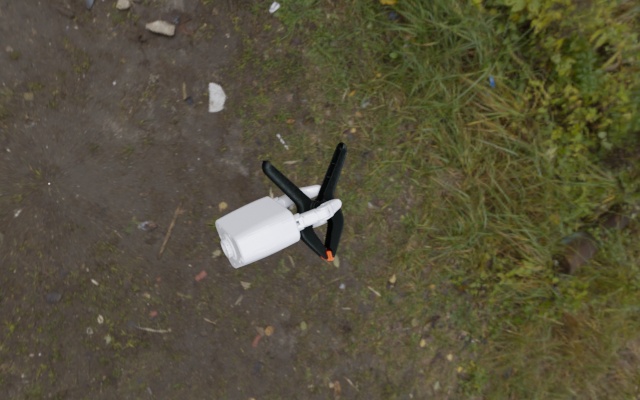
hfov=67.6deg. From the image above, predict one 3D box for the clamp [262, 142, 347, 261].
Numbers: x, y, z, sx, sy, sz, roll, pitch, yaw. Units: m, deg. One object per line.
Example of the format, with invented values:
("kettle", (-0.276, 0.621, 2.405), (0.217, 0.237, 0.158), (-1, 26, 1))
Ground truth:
("clamp", (0.000, 0.003, 0.857), (0.164, 0.210, 0.036), (-23, 13, -22))
